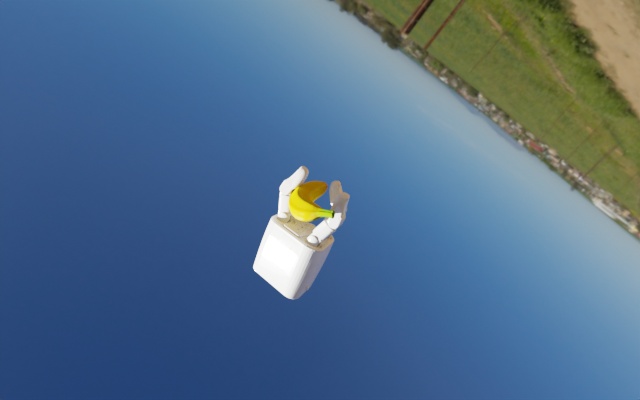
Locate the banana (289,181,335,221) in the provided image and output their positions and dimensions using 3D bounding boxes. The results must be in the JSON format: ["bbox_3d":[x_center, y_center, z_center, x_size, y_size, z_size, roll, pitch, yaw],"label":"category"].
[{"bbox_3d":[-0.018,0.001,0.793,0.069,0.037,0.197,9,16,-5],"label":"banana"}]
